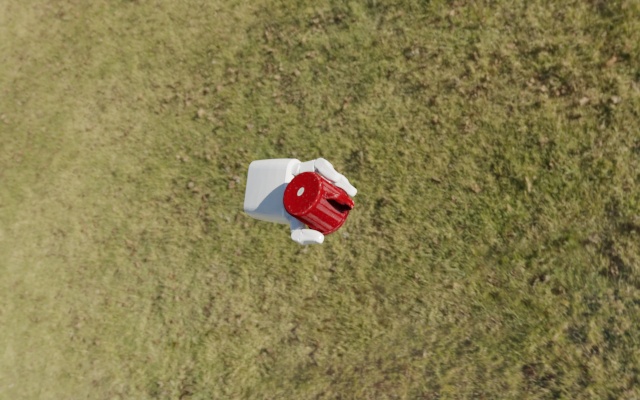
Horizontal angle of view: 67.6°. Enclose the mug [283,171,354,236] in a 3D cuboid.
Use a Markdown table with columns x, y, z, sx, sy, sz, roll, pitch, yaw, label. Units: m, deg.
| x | y | z | sx | sy | sz | roll | pitch | yaw | label |
| --- | --- | --- | --- | --- | --- | --- | --- | --- | --- |
| 0.001 | 0.003 | 0.797 | 0.117 | 0.093 | 0.081 | 2 | -21 | 38 | mug |
